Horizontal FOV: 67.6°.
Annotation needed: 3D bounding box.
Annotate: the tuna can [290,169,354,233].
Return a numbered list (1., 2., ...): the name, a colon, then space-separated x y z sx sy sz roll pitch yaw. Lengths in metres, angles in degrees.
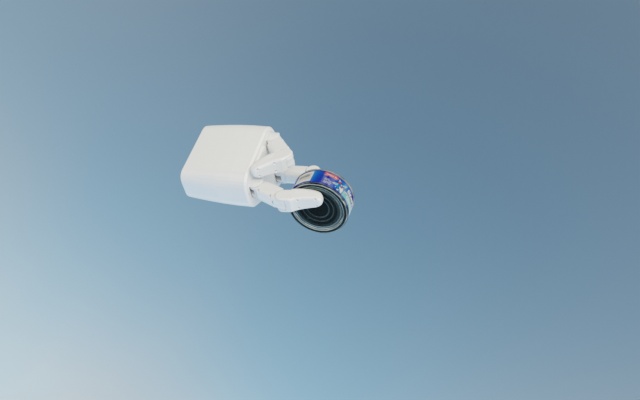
1. tuna can: 0.000 0.002 0.638 0.086 0.086 0.033 0 37 21
